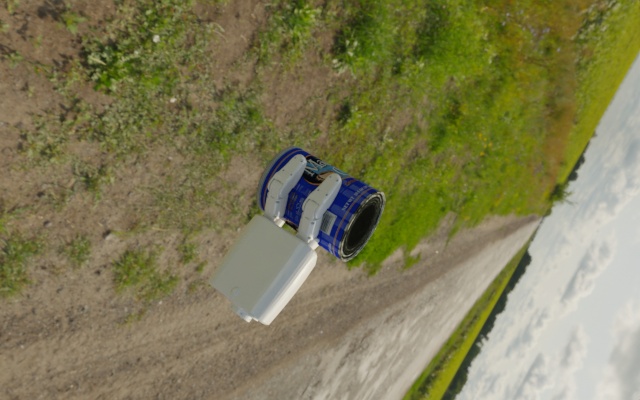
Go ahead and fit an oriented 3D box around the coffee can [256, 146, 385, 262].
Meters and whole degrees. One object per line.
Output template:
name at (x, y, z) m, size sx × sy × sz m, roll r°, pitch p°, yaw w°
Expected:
coffee can at (0.000, 0.002, 0.639) m, size 0.140 × 0.103 × 0.103 m, roll 30°, pitch 13°, yaw 24°
